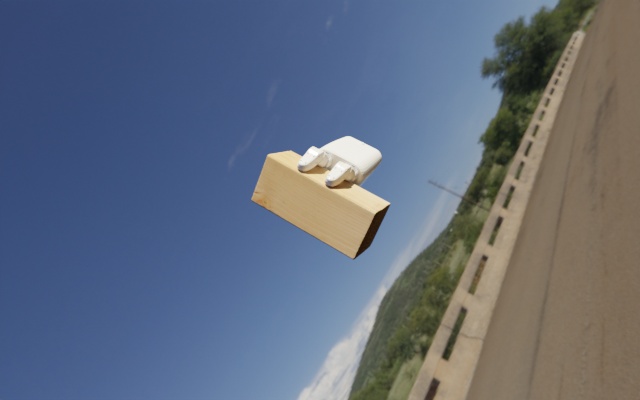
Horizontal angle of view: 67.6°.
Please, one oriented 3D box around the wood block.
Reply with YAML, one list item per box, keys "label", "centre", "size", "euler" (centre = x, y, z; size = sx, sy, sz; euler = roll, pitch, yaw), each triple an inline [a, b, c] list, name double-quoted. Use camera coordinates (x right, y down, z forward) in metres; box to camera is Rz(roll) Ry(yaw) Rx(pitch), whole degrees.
- label: "wood block"
  centre: [0.000, 0.003, 0.814]
  size: [0.206, 0.091, 0.090]
  euler: [29, 21, 17]
